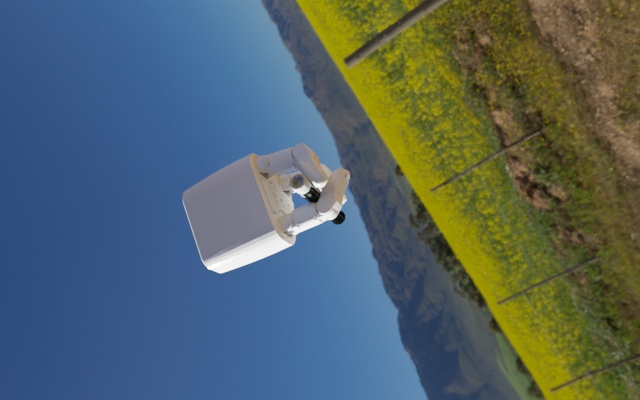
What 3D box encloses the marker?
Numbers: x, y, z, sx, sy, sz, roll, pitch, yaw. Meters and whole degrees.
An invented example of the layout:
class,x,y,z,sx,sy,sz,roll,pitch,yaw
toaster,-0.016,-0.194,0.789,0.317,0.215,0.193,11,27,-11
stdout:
class,x,y,z,sx,sy,sz,roll,pitch,yaw
marker,0.000,0.002,0.563,0.020,0.020,0.121,0,-22,27
